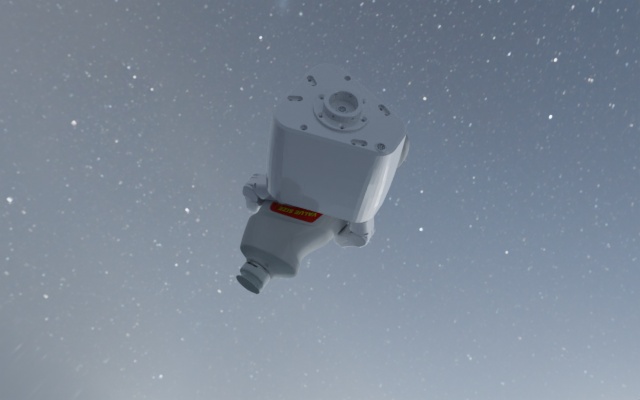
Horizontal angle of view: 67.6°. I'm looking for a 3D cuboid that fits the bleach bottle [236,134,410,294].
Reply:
[{"bbox_3d":[0.000,0.002,0.536,0.102,0.250,0.068,30,-31,12],"label":"bleach bottle"}]
